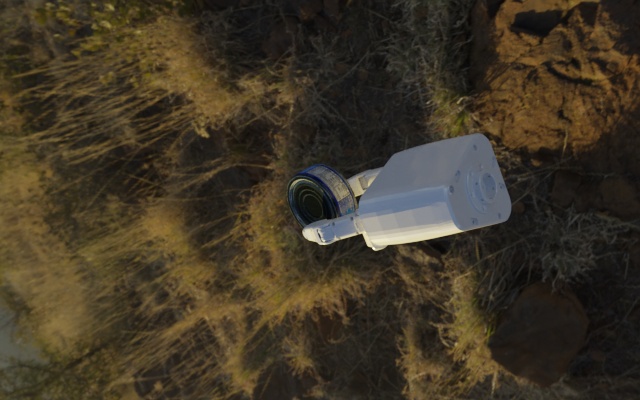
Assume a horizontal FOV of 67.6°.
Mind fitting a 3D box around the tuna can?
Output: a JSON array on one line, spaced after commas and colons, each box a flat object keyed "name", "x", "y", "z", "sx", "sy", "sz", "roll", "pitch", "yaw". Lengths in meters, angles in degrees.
[{"name": "tuna can", "x": 0.000, "y": 0.002, "z": 0.565, "sx": 0.033, "sy": 0.086, "sz": 0.086, "roll": -32, "pitch": 21, "yaw": -37}]
